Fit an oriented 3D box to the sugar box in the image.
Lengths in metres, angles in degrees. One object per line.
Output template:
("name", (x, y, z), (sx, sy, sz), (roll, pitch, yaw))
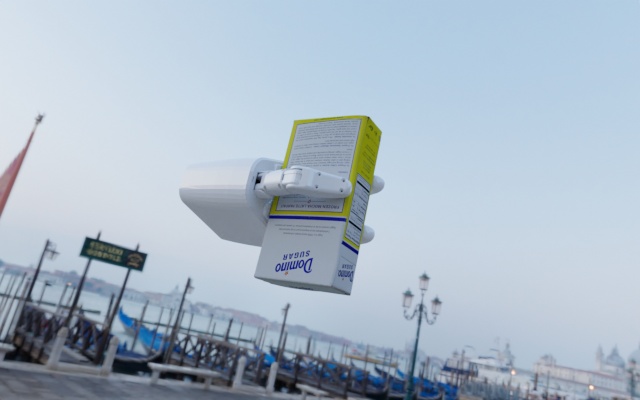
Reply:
("sugar box", (0.000, 0.002, 0.482), (0.093, 0.176, 0.048), (2, -19, 33))
